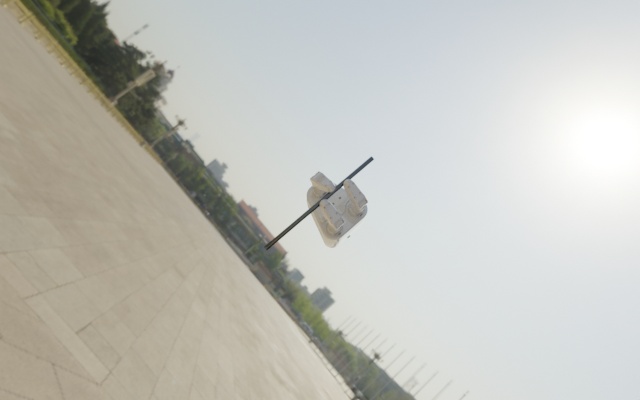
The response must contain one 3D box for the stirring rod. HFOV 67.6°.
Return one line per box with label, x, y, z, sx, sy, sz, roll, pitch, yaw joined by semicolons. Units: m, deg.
stirring rod;0.000;0.003;0.805;0.239;0.011;0.011;-40;9;-11
